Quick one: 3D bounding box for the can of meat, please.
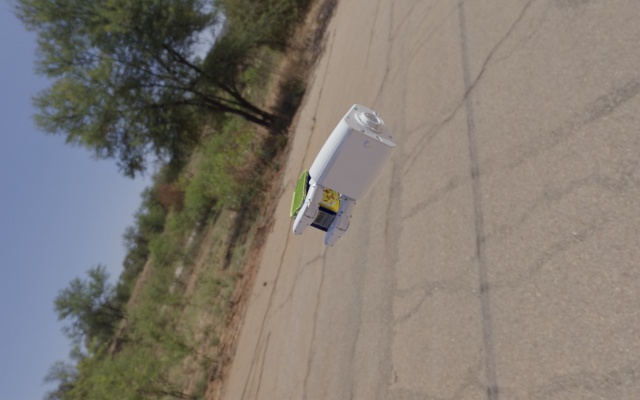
[{"bbox_3d":[0.000,0.002,0.795,0.084,0.057,0.102,23,36,-14],"label":"can of meat"}]
